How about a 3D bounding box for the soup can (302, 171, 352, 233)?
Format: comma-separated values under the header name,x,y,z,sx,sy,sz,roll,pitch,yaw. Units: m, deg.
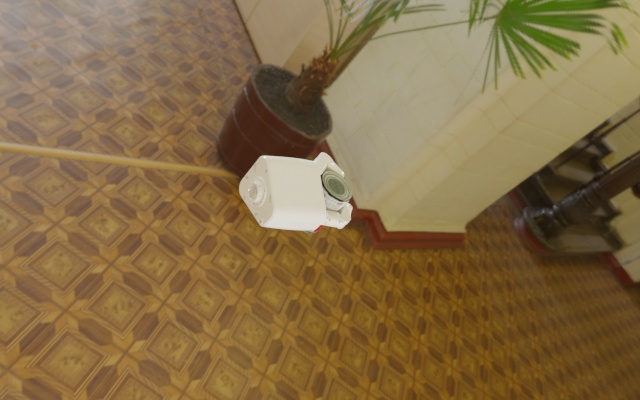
name,x,y,z,sx,sy,sz,roll,pitch,yaw
soup can,0.001,0.003,0.851,0.068,0.068,0.102,0,-35,-44
